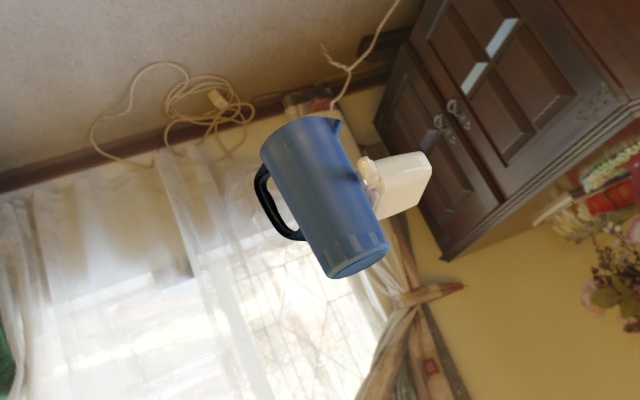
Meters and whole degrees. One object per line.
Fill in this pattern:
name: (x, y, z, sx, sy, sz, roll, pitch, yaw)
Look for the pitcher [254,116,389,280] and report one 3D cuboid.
pitcher: (0.000, 0.002, 0.761, 0.145, 0.242, 0.149, -17, -21, -25)
